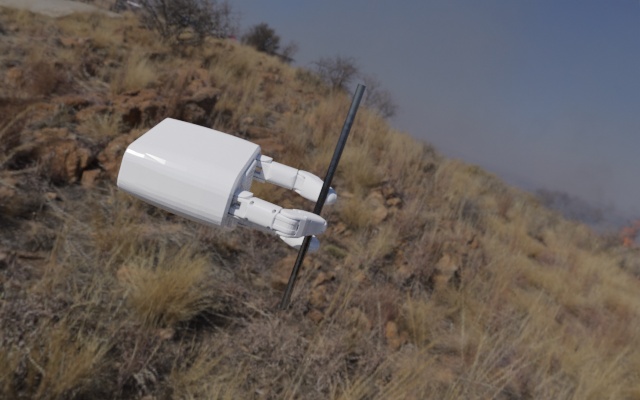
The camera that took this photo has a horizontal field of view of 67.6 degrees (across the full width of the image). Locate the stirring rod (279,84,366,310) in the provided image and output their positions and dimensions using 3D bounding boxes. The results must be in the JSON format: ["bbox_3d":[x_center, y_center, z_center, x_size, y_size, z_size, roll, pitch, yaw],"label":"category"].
[{"bbox_3d":[0.000,0.002,0.477,0.011,0.239,0.011,19,11,-4],"label":"stirring rod"}]
